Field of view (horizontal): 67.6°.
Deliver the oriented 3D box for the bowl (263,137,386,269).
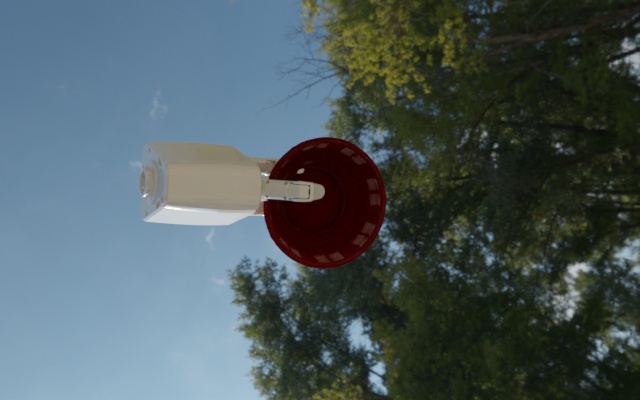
[{"bbox_3d":[0.001,0.002,0.607,0.162,0.162,0.055,0,4,-20],"label":"bowl"}]
